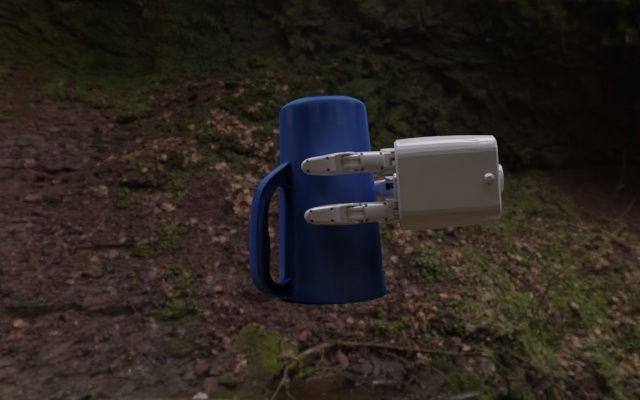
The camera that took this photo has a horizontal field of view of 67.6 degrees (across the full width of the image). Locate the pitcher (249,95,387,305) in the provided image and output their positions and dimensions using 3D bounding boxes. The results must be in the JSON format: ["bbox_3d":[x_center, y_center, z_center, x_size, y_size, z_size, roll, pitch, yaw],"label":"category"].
[{"bbox_3d":[0.000,0.002,0.582,0.145,0.243,0.149,-4,-2,11],"label":"pitcher"}]
